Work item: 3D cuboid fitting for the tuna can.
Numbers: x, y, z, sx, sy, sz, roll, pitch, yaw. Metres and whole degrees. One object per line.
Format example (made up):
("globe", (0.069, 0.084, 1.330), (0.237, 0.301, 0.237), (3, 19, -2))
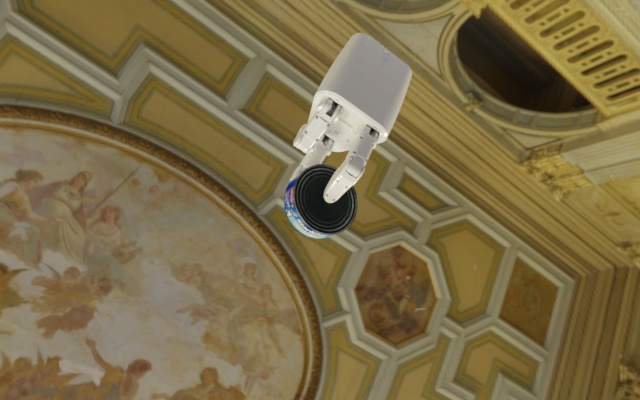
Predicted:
("tuna can", (0.000, 0.002, 0.573), (0.086, 0.086, 0.034), (0, -14, -29))
